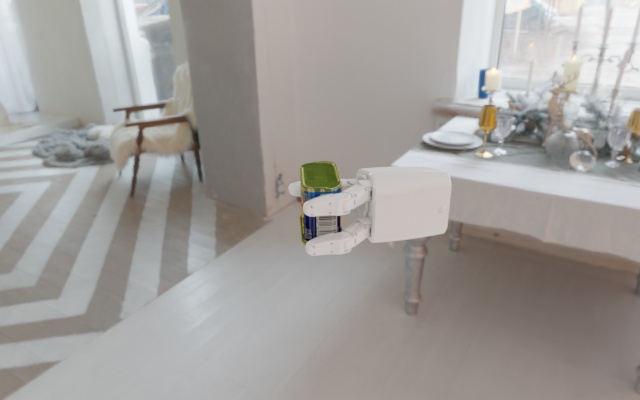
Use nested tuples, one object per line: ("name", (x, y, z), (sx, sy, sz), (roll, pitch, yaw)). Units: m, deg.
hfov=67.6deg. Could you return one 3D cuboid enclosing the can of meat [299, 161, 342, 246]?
("can of meat", (0.000, 0.002, 0.645), (0.057, 0.084, 0.102), (-3, 25, -3))
